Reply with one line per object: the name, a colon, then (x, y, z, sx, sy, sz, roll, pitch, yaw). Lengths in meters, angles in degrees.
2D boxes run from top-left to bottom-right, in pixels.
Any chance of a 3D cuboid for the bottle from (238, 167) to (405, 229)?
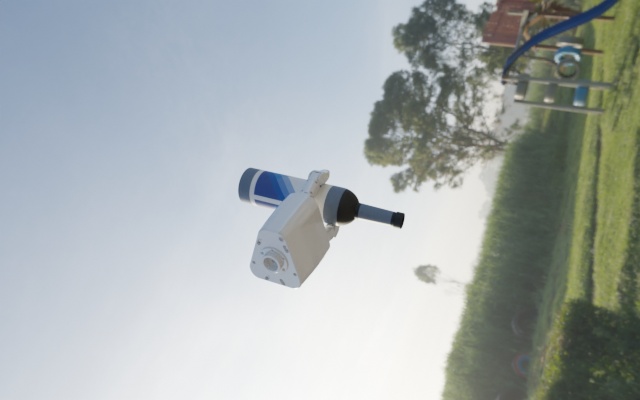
bottle: (0.000, 0.003, 0.831, 0.295, 0.069, 0.069, 13, 4, 20)
